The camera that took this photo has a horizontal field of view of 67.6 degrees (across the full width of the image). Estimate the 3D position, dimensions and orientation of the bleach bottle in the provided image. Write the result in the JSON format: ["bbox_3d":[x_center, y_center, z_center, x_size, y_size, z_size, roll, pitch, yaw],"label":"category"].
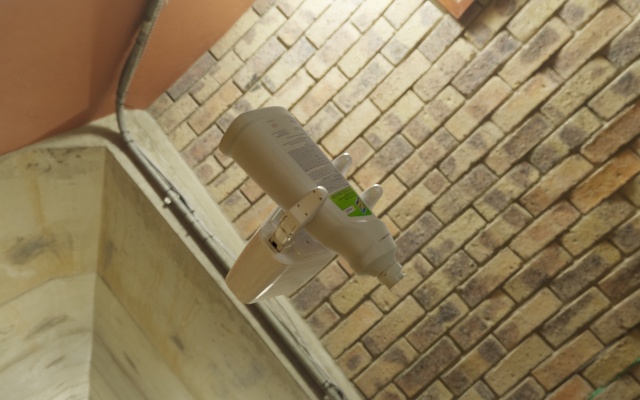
[{"bbox_3d":[0.000,0.002,0.551,0.068,0.251,0.102,-49,-12,34],"label":"bleach bottle"}]
